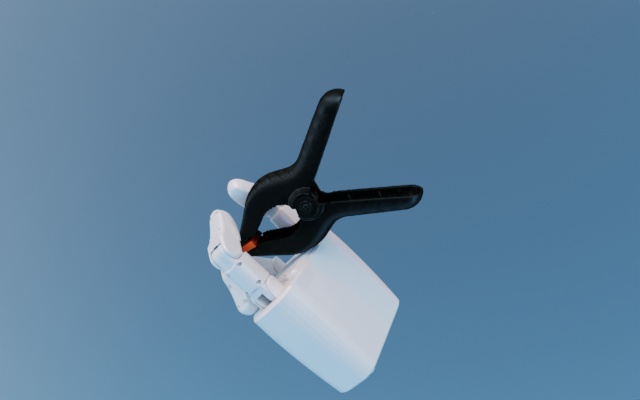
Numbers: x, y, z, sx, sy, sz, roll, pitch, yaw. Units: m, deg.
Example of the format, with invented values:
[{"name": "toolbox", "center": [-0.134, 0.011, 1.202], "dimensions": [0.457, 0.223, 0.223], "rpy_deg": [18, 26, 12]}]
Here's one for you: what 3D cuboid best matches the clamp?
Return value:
[{"name": "clamp", "center": [0.000, 0.002, 0.418], "dimensions": [0.171, 0.120, 0.039], "rpy_deg": [-45, 6, 24]}]
